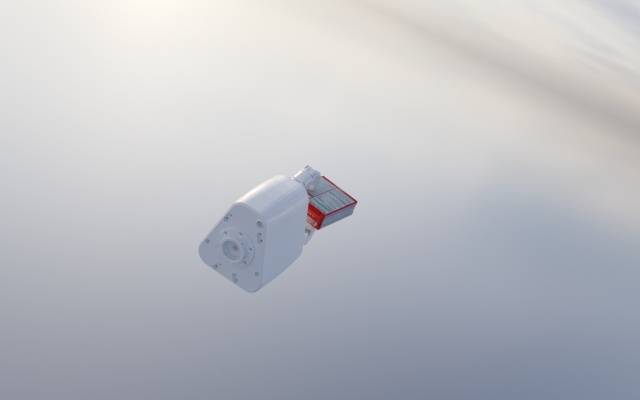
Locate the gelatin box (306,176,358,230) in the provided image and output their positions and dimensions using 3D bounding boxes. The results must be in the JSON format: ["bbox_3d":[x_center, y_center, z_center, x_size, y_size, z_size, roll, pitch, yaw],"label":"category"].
[{"bbox_3d":[0.000,0.002,0.702,0.073,0.030,0.089,37,34,23],"label":"gelatin box"}]
